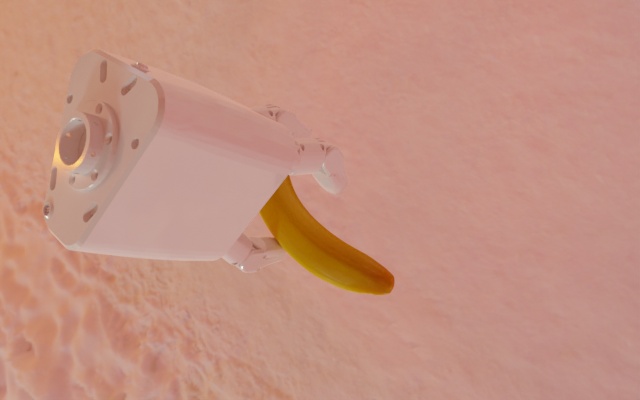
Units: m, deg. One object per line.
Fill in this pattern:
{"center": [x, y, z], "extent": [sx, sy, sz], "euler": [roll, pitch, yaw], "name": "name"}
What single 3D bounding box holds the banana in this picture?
{"center": [-0.015, 0.010, 0.409], "extent": [0.069, 0.197, 0.037], "euler": [-40, -28, 17], "name": "banana"}
